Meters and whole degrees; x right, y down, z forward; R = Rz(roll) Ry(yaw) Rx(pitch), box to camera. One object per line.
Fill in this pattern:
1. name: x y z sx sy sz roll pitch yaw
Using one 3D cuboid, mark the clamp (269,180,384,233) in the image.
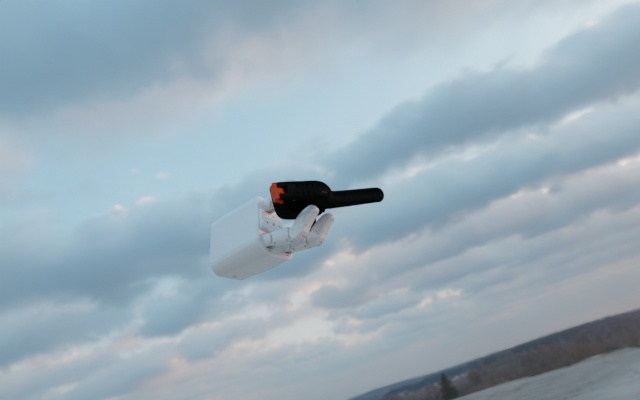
1. clamp: -0.001 0.002 0.764 0.164 0.036 0.210 -27 -25 20
